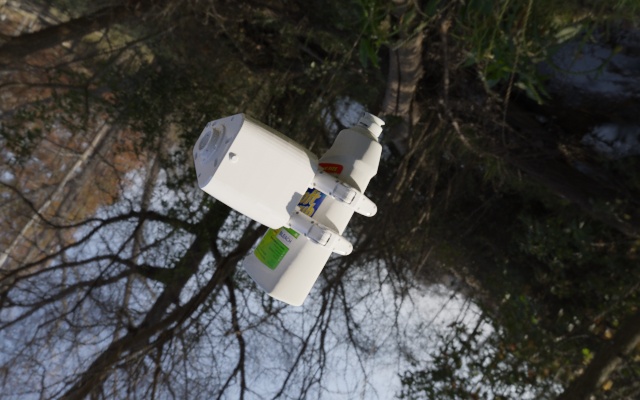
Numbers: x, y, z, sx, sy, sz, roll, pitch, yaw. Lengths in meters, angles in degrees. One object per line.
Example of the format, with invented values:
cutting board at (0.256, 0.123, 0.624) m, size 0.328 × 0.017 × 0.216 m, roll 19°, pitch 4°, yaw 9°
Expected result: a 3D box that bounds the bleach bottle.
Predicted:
bleach bottle at (0.000, 0.002, 0.607) m, size 0.068 × 0.251 × 0.102 m, roll 30°, pitch 1°, yaw -34°
